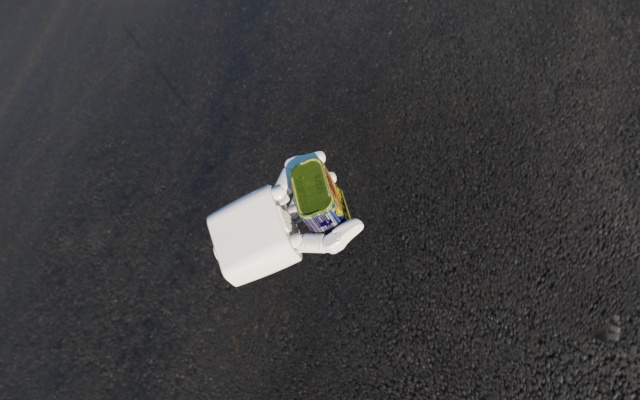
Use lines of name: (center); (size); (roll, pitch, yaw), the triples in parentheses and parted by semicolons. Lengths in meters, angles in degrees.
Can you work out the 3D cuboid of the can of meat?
can of meat: (0.000, 0.002, 0.674); (0.057, 0.102, 0.084); (-22, -38, 9)
